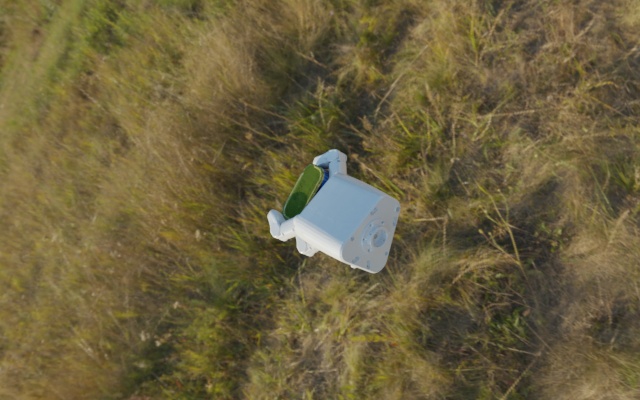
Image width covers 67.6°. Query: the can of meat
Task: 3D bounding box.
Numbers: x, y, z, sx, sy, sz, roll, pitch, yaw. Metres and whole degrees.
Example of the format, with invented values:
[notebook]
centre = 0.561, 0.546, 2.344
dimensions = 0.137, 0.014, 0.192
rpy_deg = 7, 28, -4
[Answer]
[can of meat]
centre = 0.000, 0.002, 0.752
dimensions = 0.084, 0.102, 0.057
rpy_deg = 26, 3, -40
